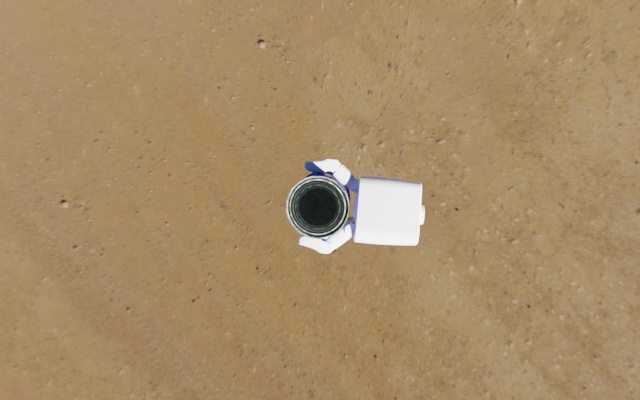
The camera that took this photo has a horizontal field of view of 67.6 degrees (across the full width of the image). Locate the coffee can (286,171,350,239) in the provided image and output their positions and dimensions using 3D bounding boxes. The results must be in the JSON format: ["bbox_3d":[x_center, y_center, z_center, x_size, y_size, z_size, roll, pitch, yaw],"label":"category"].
[{"bbox_3d":[0.000,0.003,0.831,0.103,0.103,0.140,0,7,4],"label":"coffee can"}]
